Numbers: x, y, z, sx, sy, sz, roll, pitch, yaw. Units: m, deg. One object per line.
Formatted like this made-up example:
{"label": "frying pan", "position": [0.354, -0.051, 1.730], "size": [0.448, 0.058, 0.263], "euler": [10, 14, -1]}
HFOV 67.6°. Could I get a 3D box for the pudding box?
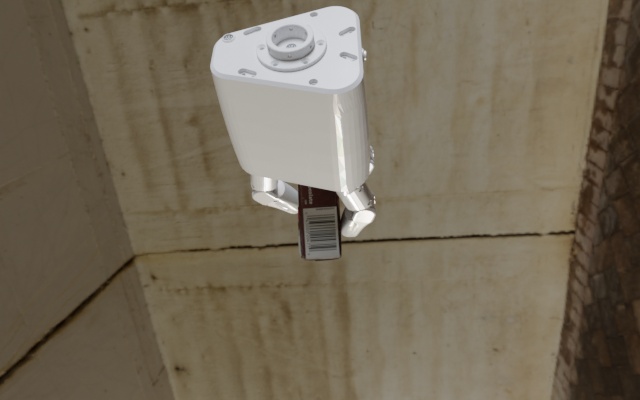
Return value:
{"label": "pudding box", "position": [0.000, 0.002, 0.465], "size": [0.039, 0.113, 0.090], "euler": [-2, -6, 4]}
